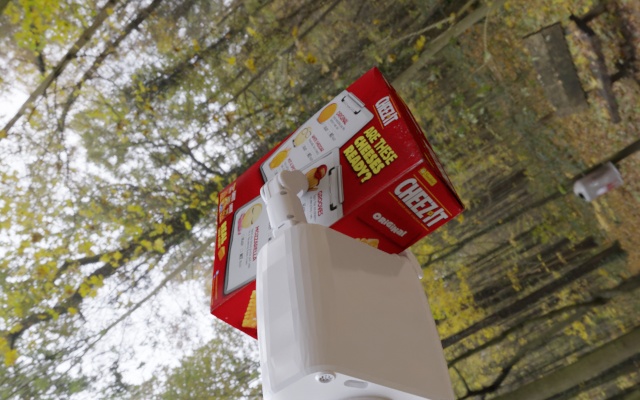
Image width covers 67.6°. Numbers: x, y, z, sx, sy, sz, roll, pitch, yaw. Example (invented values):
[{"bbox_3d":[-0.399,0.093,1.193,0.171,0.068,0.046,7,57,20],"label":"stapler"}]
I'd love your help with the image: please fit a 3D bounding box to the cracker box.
[{"bbox_3d":[0.000,0.001,0.431,0.214,0.164,0.072,-36,-55,19],"label":"cracker box"}]
